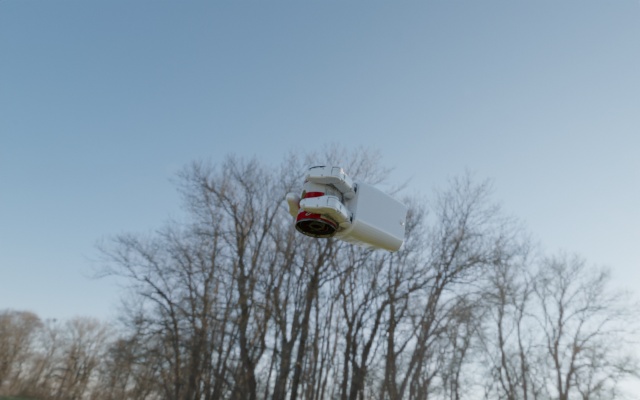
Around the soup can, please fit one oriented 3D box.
[{"bbox_3d":[0.000,0.002,0.790,0.068,0.102,0.068,8,-27,4],"label":"soup can"}]
